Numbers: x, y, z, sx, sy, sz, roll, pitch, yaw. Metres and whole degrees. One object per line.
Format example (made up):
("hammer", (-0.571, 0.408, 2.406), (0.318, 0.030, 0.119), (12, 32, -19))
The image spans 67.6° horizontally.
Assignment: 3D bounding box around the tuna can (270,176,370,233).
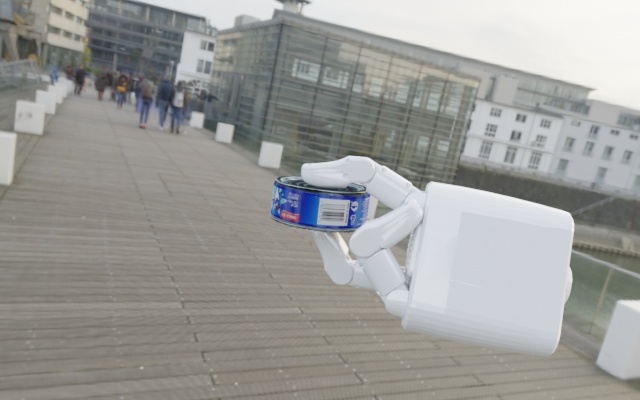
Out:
("tuna can", (0.000, 0.001, 0.416), (0.086, 0.034, 0.086), (6, 10, -1))
